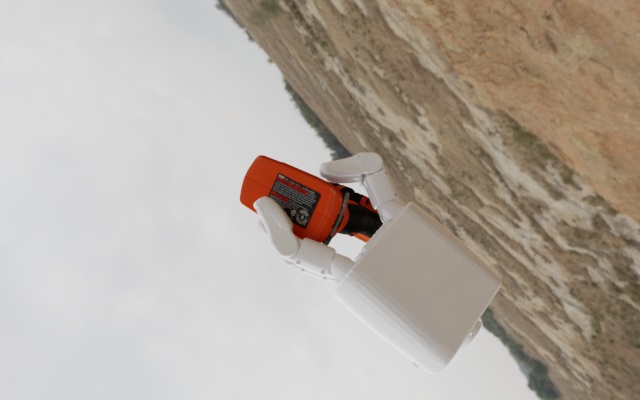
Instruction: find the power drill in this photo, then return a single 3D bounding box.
[{"bbox_3d":[0.000,0.002,0.516,0.184,0.057,0.188,24,6,29],"label":"power drill"}]
